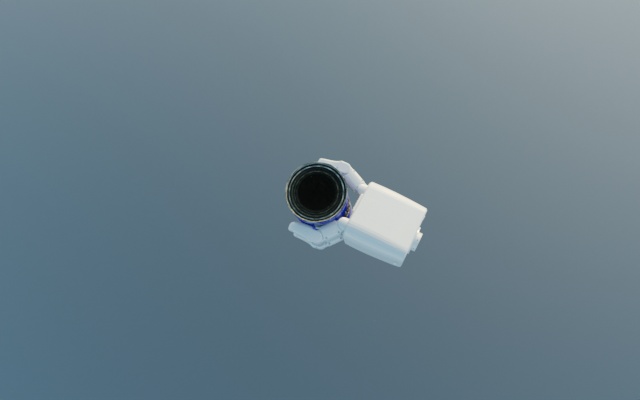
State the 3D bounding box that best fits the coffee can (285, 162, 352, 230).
[{"bbox_3d":[0.000,0.003,0.835,0.103,0.102,0.140,0,-14,6],"label":"coffee can"}]
